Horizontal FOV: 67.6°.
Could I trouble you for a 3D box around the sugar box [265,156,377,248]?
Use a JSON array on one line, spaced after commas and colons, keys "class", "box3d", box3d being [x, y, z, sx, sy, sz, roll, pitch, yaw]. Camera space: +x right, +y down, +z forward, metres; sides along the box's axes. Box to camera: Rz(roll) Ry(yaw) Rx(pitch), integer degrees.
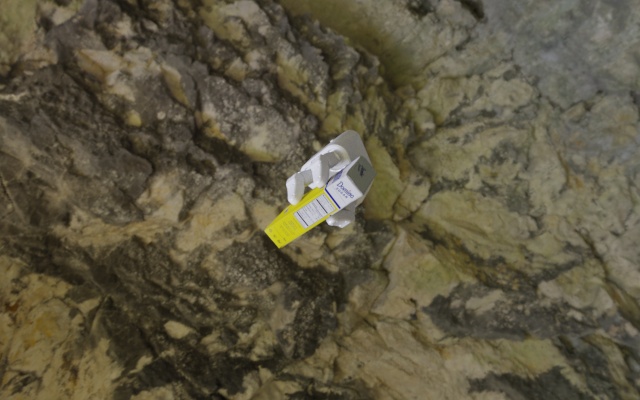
[{"class": "sugar box", "box3d": [0.000, 0.002, 0.746, 0.176, 0.048, 0.093, -37, 7, 30]}]
